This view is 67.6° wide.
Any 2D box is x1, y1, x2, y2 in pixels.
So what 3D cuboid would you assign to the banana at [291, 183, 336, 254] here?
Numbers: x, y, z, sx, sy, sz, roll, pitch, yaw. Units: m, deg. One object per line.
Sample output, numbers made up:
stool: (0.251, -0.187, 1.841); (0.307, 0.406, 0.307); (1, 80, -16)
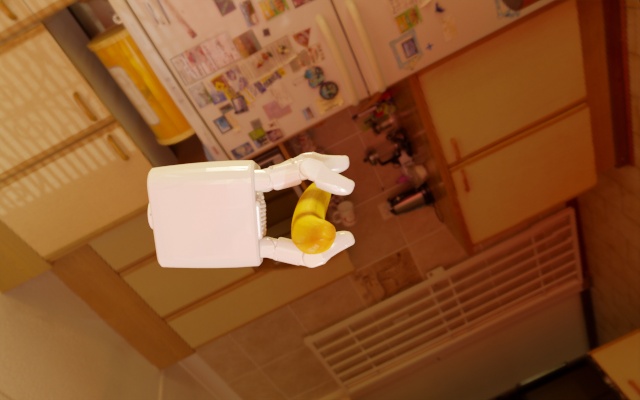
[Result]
banana: (-0.007, 0.016, 0.510); (0.037, 0.070, 0.197); (22, 21, -7)
